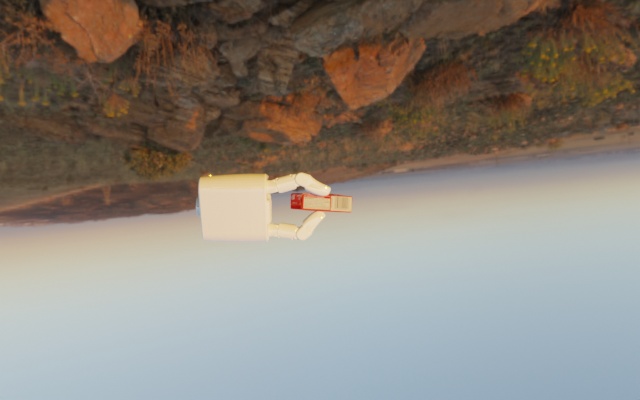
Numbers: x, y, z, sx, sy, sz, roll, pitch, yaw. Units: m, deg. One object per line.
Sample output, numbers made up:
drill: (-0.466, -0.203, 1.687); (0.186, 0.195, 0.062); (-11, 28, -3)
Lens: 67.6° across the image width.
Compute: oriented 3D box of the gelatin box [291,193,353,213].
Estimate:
gelatin box: (0.000, 0.003, 0.804); (0.089, 0.030, 0.073); (4, 0, -17)
